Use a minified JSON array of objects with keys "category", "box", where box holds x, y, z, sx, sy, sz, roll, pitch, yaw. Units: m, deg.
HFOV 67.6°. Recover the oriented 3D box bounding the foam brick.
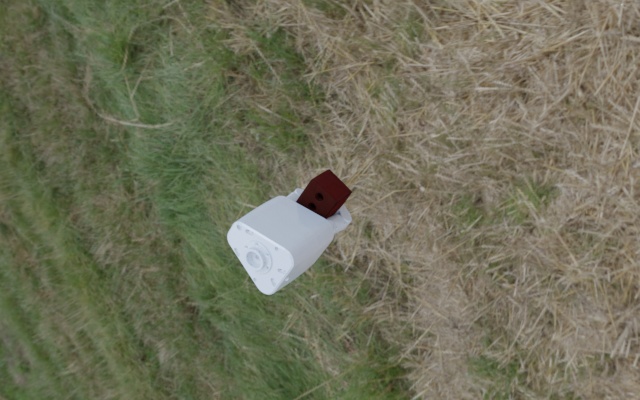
[{"category":"foam brick","box":[0.000,0.002,0.728,0.051,0.053,0.078,-32,-18,-53]}]
